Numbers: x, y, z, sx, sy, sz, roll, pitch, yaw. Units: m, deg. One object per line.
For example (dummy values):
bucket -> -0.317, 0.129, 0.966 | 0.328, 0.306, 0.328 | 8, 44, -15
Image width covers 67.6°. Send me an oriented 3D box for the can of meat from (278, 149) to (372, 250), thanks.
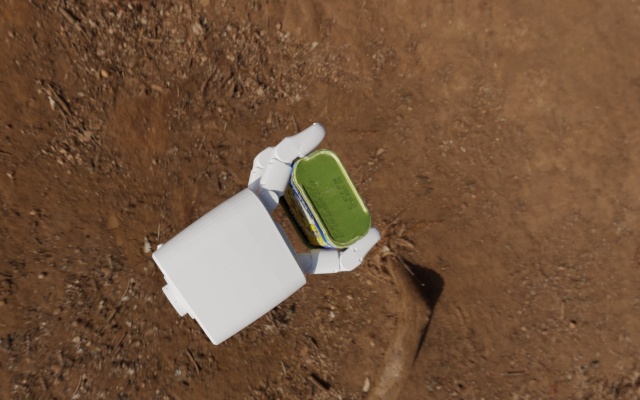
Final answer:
can of meat -> 0.000, 0.002, 0.492 | 0.057, 0.102, 0.084 | -31, 4, -18
